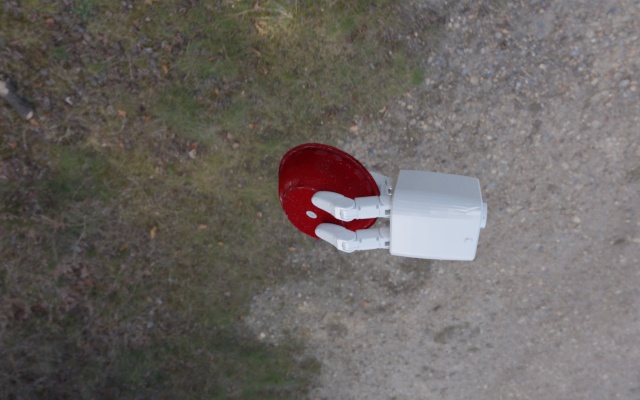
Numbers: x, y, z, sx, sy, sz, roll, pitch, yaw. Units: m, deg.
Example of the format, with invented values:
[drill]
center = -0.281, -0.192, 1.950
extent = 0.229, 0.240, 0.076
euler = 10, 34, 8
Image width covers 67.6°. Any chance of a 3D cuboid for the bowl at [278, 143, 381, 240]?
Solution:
[bowl]
center = -0.001, 0.002, 0.665
extent = 0.162, 0.162, 0.055
euler = 0, 38, 33
